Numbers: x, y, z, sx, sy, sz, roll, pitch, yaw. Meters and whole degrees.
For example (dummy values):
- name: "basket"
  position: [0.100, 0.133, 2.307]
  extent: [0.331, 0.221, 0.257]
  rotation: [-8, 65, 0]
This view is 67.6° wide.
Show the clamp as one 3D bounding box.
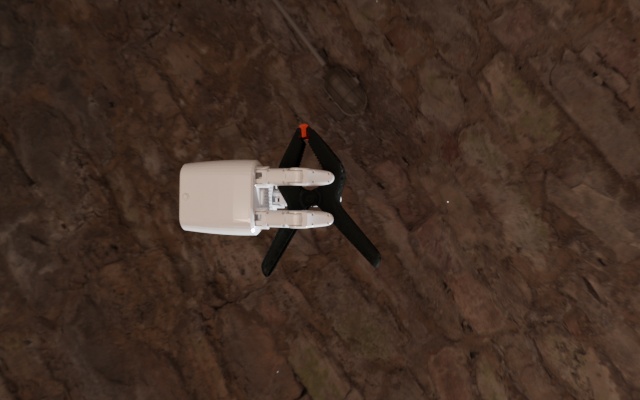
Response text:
- name: "clamp"
  position: [0.000, 0.002, 0.650]
  extent: [0.164, 0.210, 0.036]
  rotation: [1, 0, 9]
